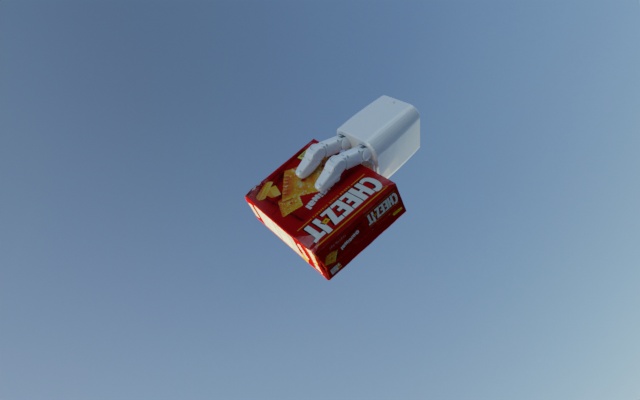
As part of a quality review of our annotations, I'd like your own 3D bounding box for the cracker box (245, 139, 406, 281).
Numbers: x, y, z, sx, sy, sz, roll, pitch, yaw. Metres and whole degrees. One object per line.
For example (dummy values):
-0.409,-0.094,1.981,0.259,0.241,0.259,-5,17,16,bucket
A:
0.000,0.003,0.761,0.164,0.072,0.213,-40,42,-14,cracker box
